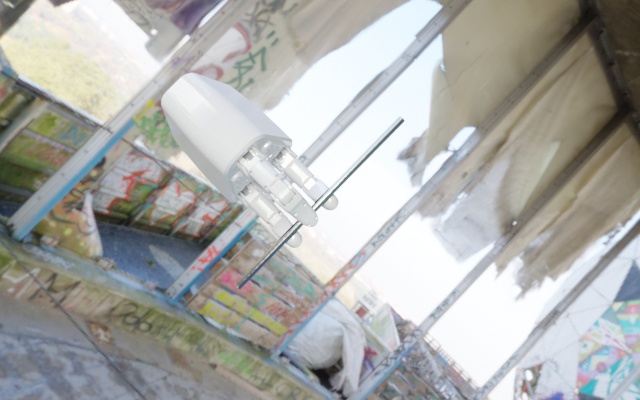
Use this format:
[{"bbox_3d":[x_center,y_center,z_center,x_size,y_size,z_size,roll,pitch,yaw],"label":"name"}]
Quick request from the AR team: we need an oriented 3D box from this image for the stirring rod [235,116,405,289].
[{"bbox_3d":[0.000,0.002,0.488,0.011,0.239,0.011,44,-2,2],"label":"stirring rod"}]
